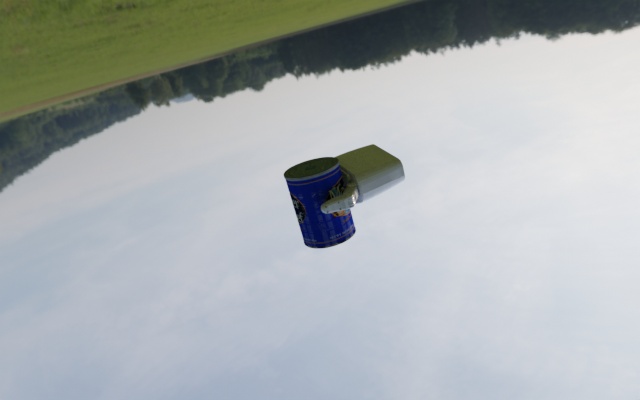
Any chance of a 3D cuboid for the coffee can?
[{"bbox_3d":[0.000,0.003,0.878,0.103,0.140,0.102,-14,20,5],"label":"coffee can"}]
